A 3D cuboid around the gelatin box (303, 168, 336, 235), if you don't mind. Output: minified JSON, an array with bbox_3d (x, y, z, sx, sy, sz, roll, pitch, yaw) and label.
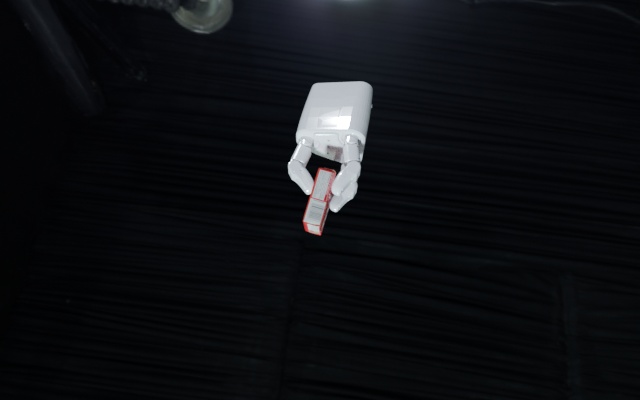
[{"bbox_3d":[0.000,0.003,0.733,0.030,0.089,0.073,16,-14,4],"label":"gelatin box"}]
